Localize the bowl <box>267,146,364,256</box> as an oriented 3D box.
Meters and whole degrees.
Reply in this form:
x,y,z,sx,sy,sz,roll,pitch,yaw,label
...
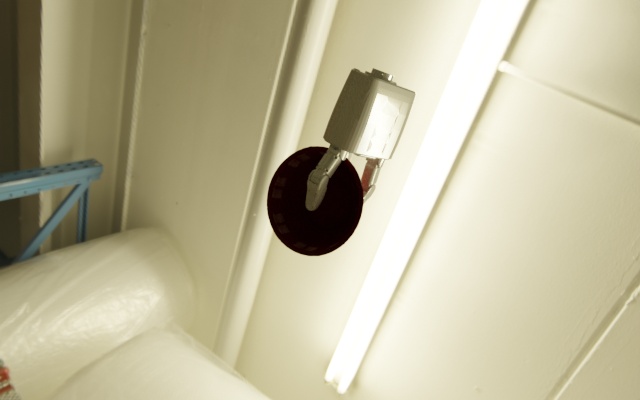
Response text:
x,y,z,sx,sy,sz,roll,pitch,yaw,label
0.000,0.003,0.718,0.162,0.162,0.055,0,-4,28,bowl
